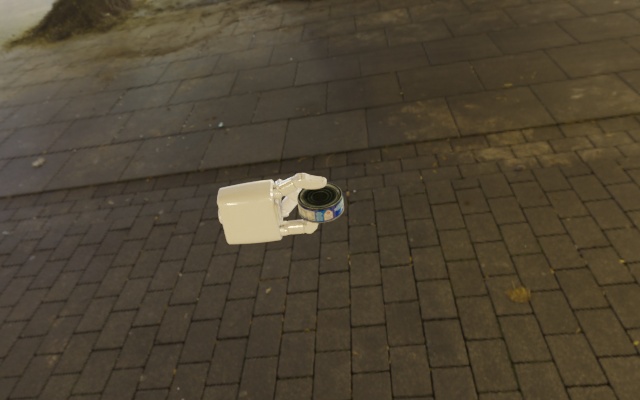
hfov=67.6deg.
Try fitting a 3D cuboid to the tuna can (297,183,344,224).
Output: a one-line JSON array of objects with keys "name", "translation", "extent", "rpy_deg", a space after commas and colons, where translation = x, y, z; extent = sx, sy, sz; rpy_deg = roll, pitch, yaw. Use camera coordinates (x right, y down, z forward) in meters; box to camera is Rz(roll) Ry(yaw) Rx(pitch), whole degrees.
[{"name": "tuna can", "translation": [0.000, 0.002, 0.886], "extent": [0.086, 0.034, 0.086], "rpy_deg": [-4, 37, 3]}]
